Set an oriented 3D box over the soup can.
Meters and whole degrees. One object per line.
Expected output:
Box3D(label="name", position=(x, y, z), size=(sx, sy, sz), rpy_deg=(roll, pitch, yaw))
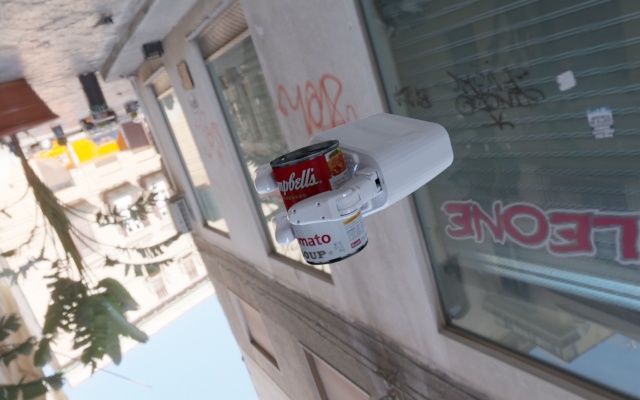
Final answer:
Box3D(label="soup can", position=(0.000, 0.002, 0.454), size=(0.068, 0.102, 0.068), rpy_deg=(-17, 14, 4))
